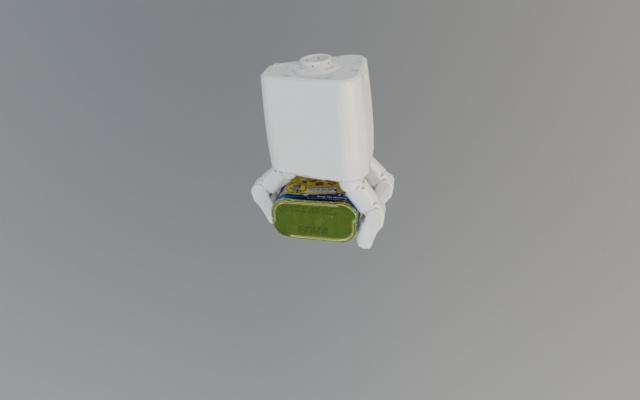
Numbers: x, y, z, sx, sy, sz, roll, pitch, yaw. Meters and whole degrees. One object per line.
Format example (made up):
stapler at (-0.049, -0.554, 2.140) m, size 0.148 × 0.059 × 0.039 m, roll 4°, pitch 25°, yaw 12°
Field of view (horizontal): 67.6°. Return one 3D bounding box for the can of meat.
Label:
can of meat at (0.000, 0.002, 0.558) m, size 0.102 × 0.057 × 0.084 m, roll 4°, pitch 32°, yaw 11°
